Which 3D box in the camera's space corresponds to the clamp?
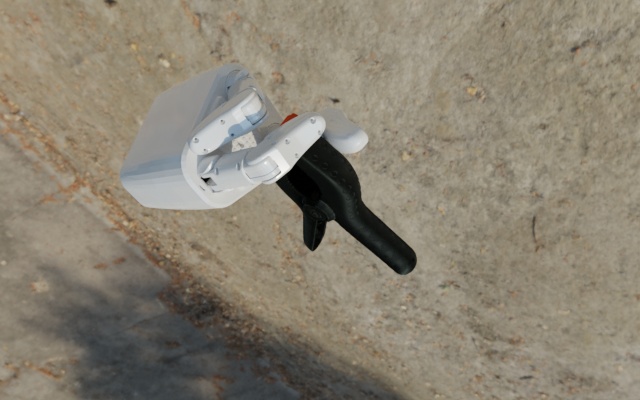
[{"bbox_3d":[0.000,0.002,0.407,0.120,0.039,0.171,-3,-46,41],"label":"clamp"}]
